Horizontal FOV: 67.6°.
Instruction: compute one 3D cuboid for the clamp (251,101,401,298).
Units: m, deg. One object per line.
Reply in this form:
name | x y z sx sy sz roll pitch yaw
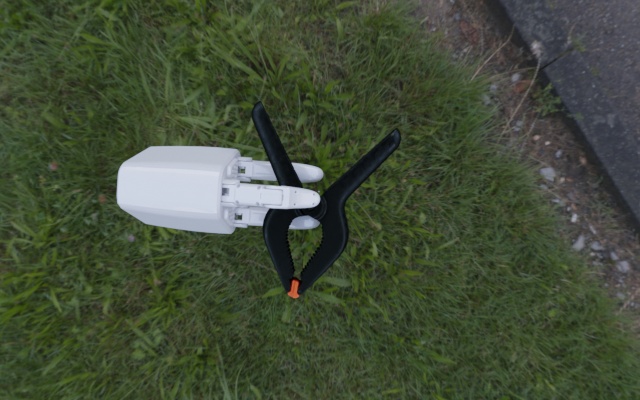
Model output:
clamp | 0.000 0.002 0.523 0.164 0.210 0.036 4 1 1
